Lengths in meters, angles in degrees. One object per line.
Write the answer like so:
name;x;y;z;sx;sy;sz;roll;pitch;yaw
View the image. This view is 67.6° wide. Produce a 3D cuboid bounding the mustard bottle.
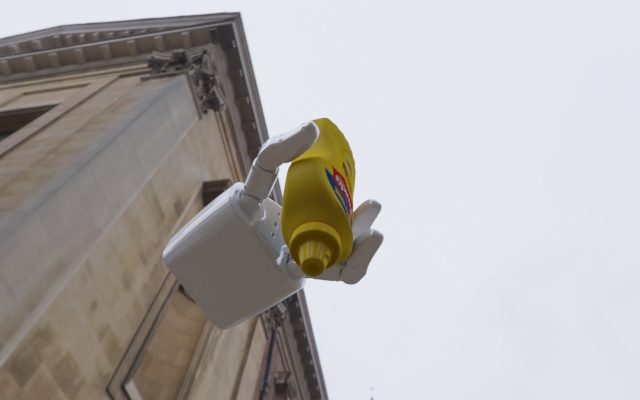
mustard bottle;0.000;0.001;0.437;0.058;0.096;0.191;-12;29;12
